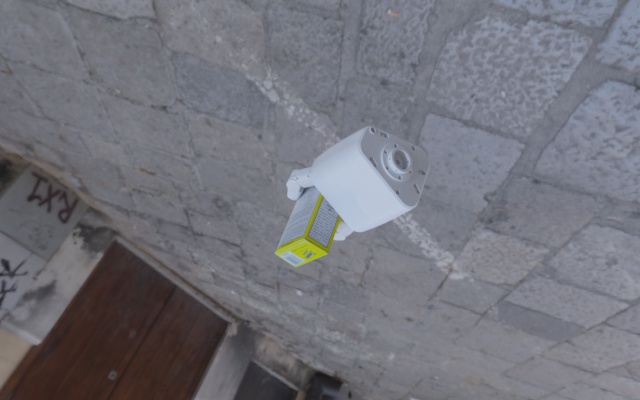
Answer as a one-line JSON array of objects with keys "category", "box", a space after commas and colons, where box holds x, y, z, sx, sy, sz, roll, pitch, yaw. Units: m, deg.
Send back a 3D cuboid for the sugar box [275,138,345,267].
[{"category": "sugar box", "box": [0.001, 0.003, 0.683, 0.048, 0.176, 0.093, 35, -32, -17]}]
